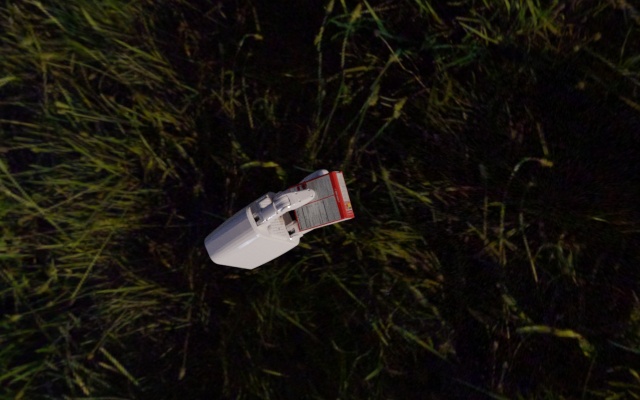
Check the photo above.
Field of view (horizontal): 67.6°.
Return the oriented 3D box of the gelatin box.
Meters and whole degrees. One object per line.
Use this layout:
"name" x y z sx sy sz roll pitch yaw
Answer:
"gelatin box" 0.000 0.002 0.729 0.089 0.073 0.030 -19 -7 33
